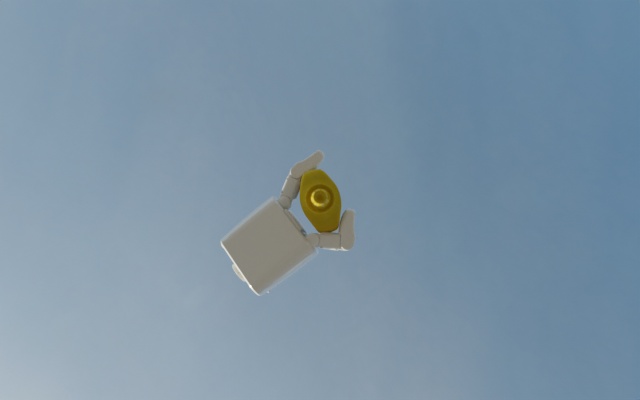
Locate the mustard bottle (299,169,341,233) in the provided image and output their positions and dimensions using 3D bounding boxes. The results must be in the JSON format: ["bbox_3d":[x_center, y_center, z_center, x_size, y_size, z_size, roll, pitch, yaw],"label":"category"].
[{"bbox_3d":[0.000,0.002,0.722,0.058,0.096,0.191,-14,-4,0],"label":"mustard bottle"}]
